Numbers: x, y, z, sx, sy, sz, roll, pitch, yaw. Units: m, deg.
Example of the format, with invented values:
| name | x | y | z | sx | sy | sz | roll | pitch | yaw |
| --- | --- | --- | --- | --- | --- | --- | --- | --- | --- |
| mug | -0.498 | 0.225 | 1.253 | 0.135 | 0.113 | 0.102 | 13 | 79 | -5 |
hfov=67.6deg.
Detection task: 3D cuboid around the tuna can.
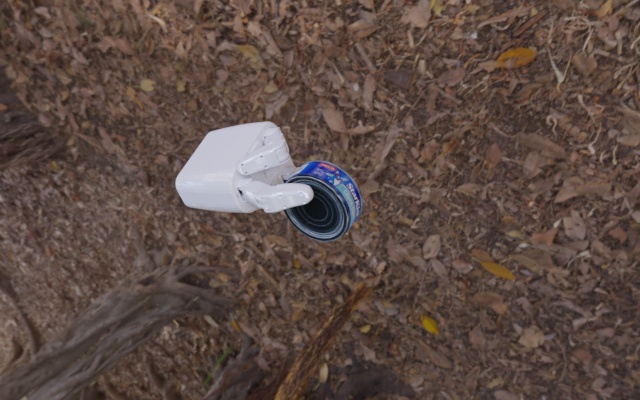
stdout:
| name | x | y | z | sx | sy | sz | roll | pitch | yaw |
| --- | --- | --- | --- | --- | --- | --- | --- | --- | --- |
| tuna can | 0.000 | 0.002 | 0.516 | 0.086 | 0.086 | 0.033 | 0 | 31 | 34 |
